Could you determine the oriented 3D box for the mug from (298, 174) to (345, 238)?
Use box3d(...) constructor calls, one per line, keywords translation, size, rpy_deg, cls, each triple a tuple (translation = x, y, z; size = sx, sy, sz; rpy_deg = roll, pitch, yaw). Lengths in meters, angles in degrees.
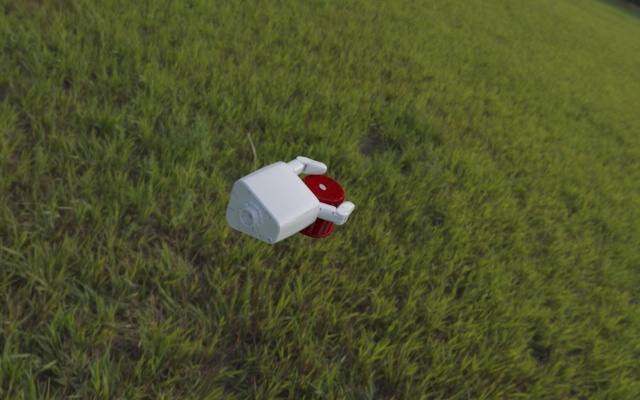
box3d(translation=(0.001, 0.002, 0.869), size=(0.093, 0.081, 0.117), rpy_deg=(36, 35, 18), cls="mug")
